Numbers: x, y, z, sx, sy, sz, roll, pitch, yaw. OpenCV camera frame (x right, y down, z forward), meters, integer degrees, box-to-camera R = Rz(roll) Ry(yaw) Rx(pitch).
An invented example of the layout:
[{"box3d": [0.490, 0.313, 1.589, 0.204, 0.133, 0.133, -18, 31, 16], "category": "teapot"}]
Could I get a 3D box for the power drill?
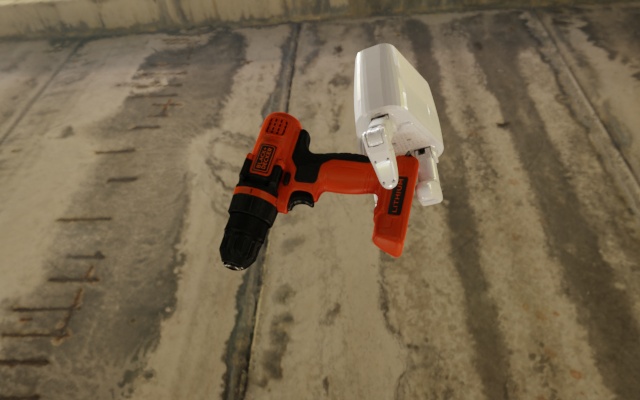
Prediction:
[{"box3d": [0.001, 0.002, 0.502, 0.187, 0.184, 0.057, 13, -19, 9], "category": "power drill"}]
